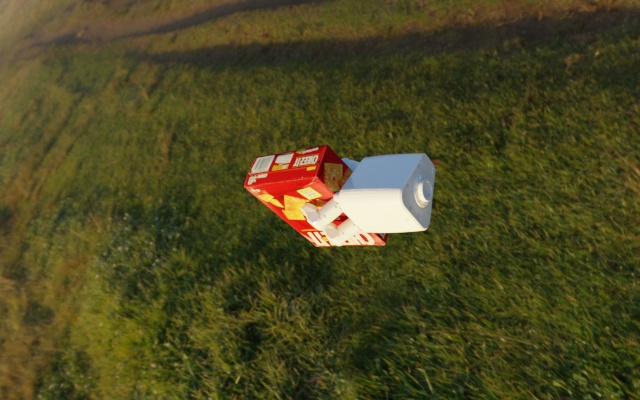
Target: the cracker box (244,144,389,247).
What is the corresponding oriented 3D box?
[{"bbox_3d":[0.000,0.002,0.817,0.164,0.072,0.214,-5,-36,40],"label":"cracker box"}]
